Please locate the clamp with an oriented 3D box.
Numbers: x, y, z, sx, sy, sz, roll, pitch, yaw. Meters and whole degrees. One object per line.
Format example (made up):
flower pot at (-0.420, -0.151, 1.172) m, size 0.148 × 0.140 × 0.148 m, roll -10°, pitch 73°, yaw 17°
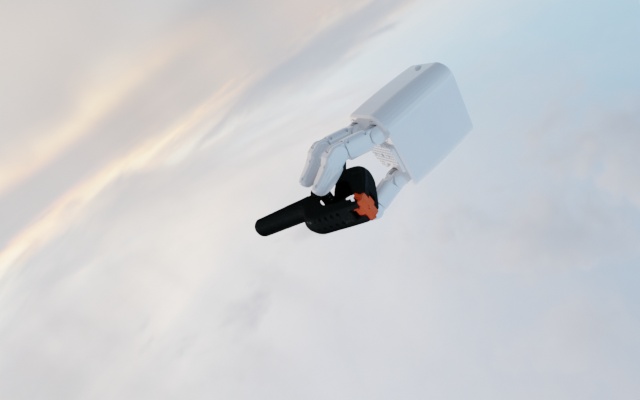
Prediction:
clamp at (0.001, 0.002, 0.570) m, size 0.164 × 0.036 × 0.210 m, roll -44°, pitch 21°, yaw -6°
